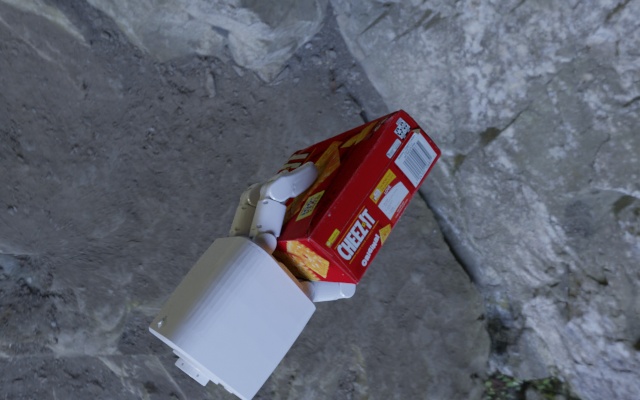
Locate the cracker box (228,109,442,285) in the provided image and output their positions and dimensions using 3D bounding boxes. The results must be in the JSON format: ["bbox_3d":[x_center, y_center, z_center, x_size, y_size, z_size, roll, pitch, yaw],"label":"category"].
[{"bbox_3d":[0.000,0.002,0.508,0.072,0.164,0.214,45,-25,-19],"label":"cracker box"}]
